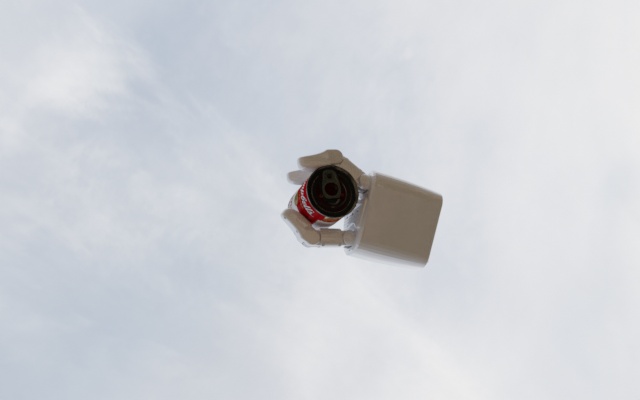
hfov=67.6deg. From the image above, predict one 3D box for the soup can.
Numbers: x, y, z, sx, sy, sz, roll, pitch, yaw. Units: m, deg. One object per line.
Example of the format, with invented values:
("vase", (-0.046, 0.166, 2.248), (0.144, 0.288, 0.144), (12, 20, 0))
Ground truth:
("soup can", (0.000, 0.002, 0.627), (0.068, 0.068, 0.102), (0, -16, -19))
